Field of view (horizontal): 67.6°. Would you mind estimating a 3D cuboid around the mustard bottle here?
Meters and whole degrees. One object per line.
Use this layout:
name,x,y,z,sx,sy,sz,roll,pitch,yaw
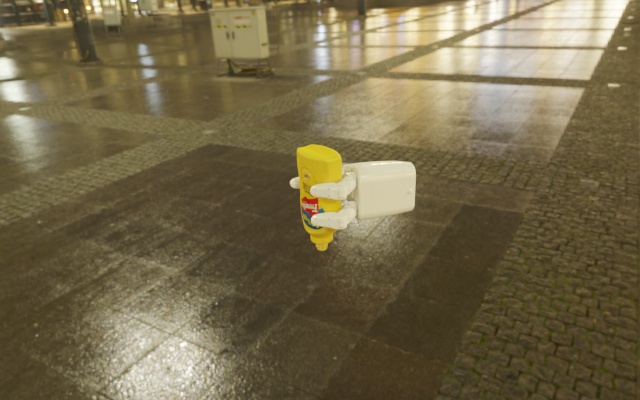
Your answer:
mustard bottle,0.000,0.003,0.851,0.058,0.192,0.096,-19,30,-32
